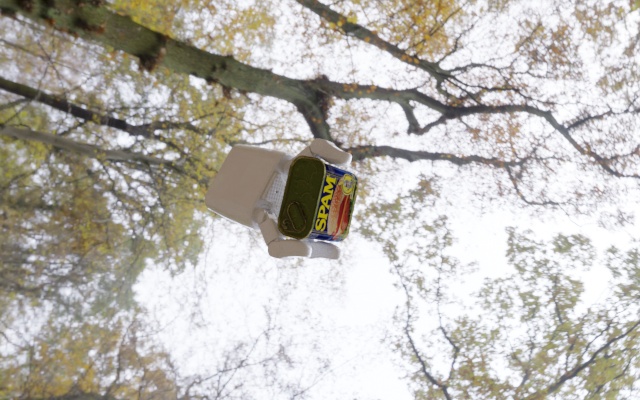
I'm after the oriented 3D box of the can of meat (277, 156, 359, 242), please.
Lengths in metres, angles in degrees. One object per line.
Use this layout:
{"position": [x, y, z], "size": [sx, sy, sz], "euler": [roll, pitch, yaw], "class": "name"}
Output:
{"position": [0.000, 0.002, 0.613], "size": [0.057, 0.102, 0.084], "euler": [12, -1, 39], "class": "can of meat"}
